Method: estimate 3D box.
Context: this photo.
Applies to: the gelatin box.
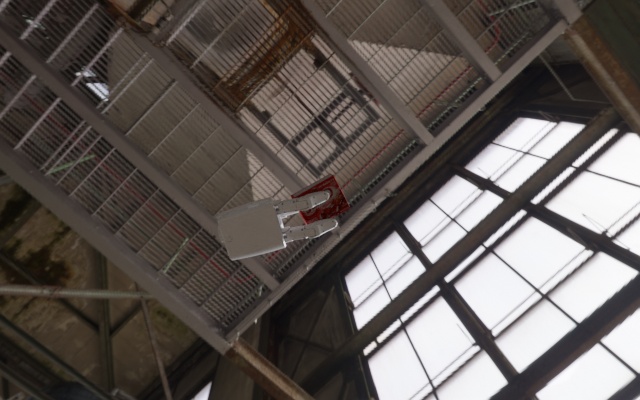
[{"bbox_3d":[0.000,0.003,0.894,0.089,0.073,0.030,-29,16,-5],"label":"gelatin box"}]
